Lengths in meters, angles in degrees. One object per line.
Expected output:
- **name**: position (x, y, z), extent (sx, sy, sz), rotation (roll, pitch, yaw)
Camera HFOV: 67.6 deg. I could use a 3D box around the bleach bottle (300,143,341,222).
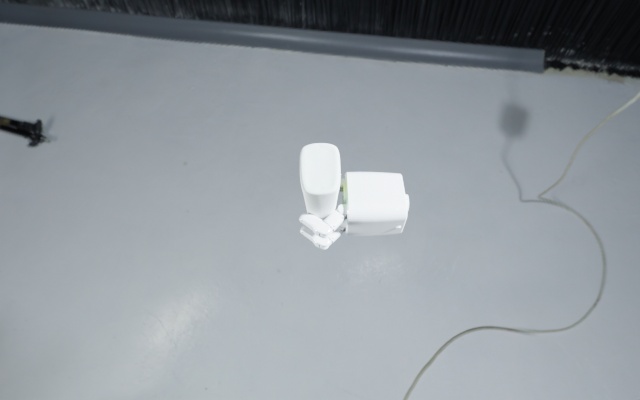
- **bleach bottle**: position (0.000, 0.003, 0.896), extent (0.068, 0.102, 0.251), rotation (-1, -27, 0)
